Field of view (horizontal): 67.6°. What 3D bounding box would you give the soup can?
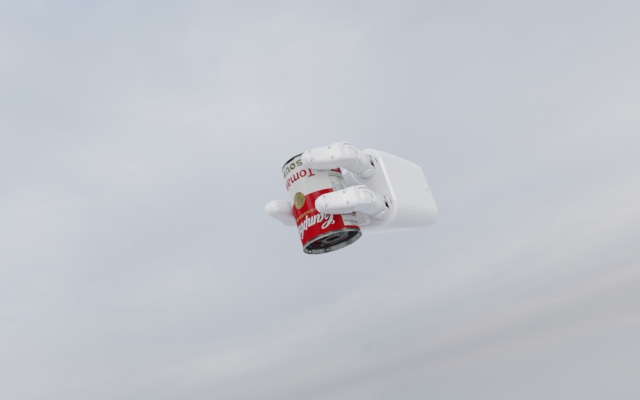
[{"bbox_3d":[0.000,0.002,0.543,0.068,0.102,0.068,-15,-21,-6],"label":"soup can"}]
